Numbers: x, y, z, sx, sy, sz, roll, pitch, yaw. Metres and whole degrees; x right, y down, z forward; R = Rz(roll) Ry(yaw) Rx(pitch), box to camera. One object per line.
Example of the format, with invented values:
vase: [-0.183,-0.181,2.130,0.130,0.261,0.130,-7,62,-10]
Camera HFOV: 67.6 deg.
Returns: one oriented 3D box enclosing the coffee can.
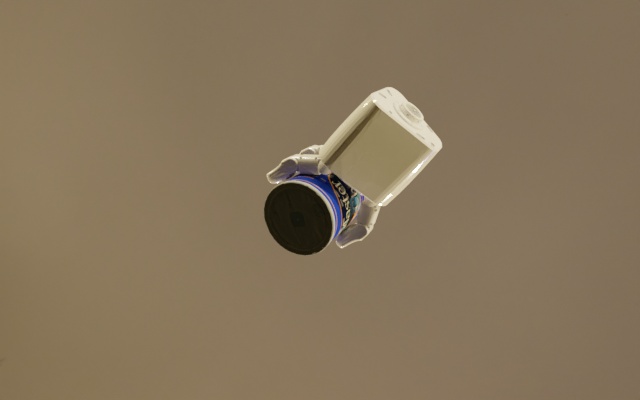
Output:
coffee can: [0.000,0.002,0.673,0.103,0.103,0.140,0,19,27]
